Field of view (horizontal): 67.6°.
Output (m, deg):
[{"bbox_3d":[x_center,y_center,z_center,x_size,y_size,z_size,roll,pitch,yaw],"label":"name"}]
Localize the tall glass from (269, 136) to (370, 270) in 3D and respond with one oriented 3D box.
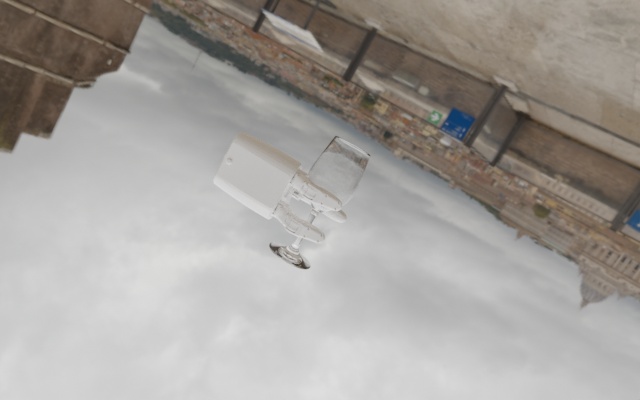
[{"bbox_3d":[0.000,0.003,0.735,0.079,0.201,0.079,29,10,-6],"label":"tall glass"}]
